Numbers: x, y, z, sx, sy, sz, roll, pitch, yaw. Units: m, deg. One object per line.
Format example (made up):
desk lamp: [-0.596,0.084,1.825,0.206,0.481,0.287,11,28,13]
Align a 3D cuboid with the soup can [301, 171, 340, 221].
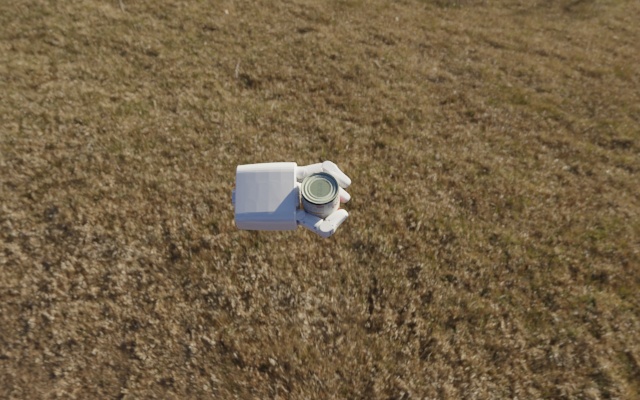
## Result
soup can: [0.001,0.003,0.844,0.068,0.068,0.102,0,-30,2]
